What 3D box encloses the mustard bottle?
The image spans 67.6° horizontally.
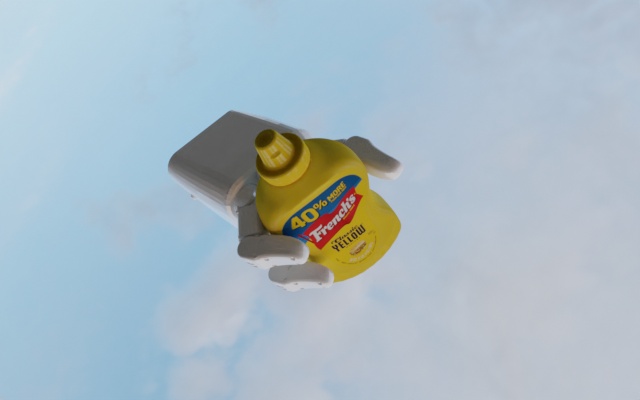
[{"bbox_3d":[0.000,0.002,0.408,0.096,0.058,0.192,-37,-39,3],"label":"mustard bottle"}]
